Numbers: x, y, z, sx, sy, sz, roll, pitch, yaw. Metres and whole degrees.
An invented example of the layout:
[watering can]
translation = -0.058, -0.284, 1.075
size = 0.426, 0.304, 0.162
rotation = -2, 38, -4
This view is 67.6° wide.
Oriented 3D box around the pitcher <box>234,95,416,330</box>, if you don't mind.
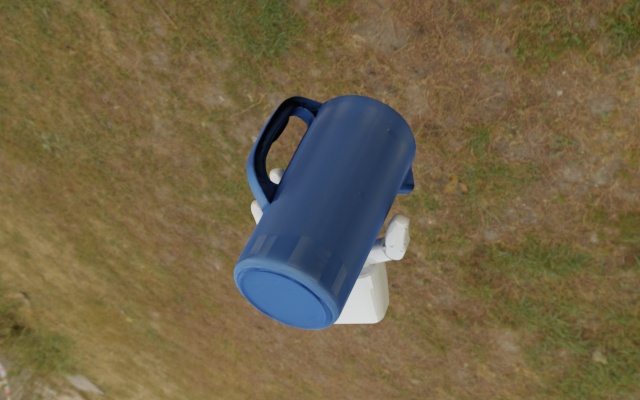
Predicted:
[pitcher]
translation = 0.000, 0.002, 0.508
size = 0.149, 0.145, 0.242
rotation = 8, 48, 24
